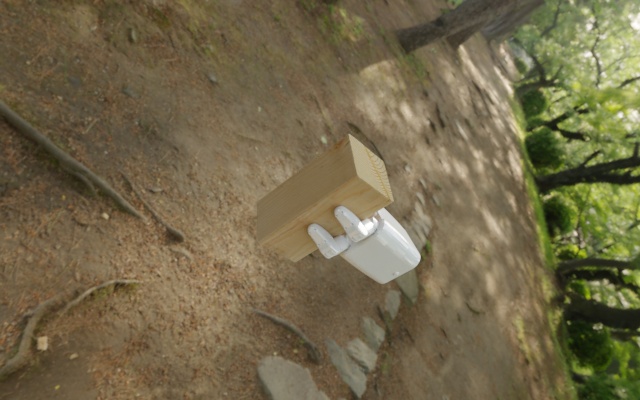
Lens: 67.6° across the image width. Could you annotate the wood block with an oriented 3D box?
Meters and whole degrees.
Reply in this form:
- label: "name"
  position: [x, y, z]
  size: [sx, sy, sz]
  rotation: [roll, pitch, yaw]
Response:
- label: "wood block"
  position: [0.000, 0.002, 0.755]
  size: [0.206, 0.090, 0.090]
  rotation: [-34, -48, 28]
